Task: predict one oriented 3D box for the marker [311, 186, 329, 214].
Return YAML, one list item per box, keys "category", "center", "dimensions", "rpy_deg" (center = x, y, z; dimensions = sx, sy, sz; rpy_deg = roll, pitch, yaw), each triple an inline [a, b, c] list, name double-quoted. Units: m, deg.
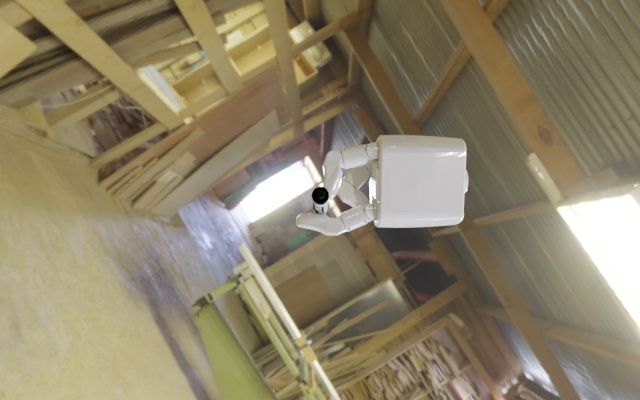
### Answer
- category: "marker"
  center: [0.000, 0.002, 0.561]
  dimensions: [0.020, 0.020, 0.121]
  rpy_deg: [0, -8, 0]
